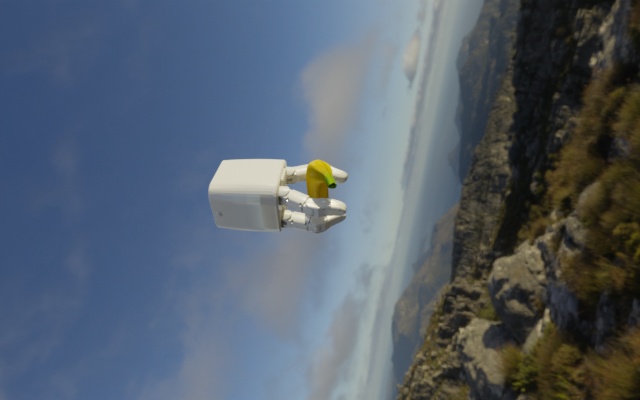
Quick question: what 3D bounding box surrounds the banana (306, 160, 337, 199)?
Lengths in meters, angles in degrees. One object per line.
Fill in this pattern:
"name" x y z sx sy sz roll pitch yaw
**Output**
"banana" -0.002 -0.016 0.759 0.037 0.069 0.198 -7 -19 -4
